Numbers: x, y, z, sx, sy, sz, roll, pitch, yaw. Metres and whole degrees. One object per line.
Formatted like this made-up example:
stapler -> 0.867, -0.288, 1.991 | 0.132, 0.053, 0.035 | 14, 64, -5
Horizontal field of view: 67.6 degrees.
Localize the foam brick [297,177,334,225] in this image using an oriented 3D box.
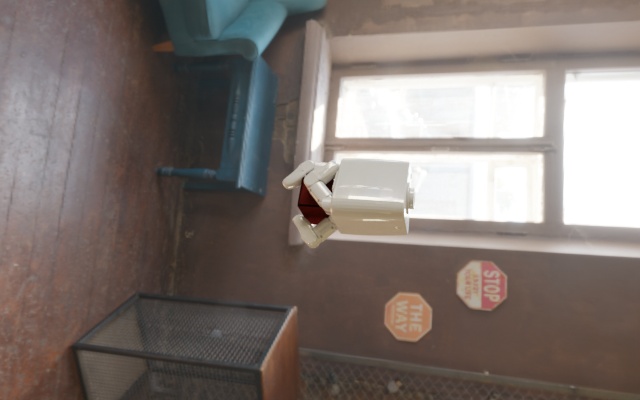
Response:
foam brick -> 0.000, 0.003, 0.770 | 0.051, 0.053, 0.078 | 3, -24, 15
